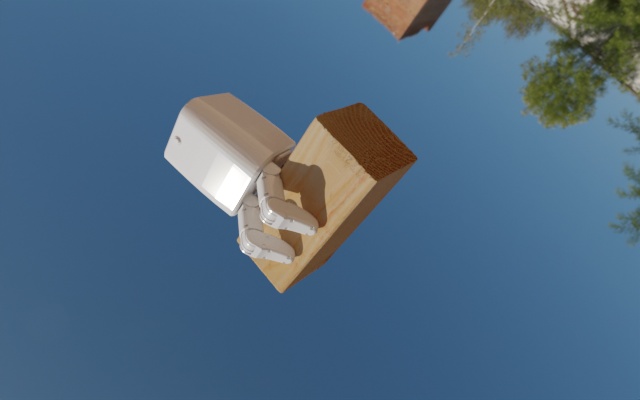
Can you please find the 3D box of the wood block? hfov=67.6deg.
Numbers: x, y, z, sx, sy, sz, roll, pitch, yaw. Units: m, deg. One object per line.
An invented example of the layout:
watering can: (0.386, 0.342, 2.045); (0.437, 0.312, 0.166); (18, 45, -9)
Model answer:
wood block: (0.000, 0.001, 0.538); (0.091, 0.090, 0.206); (-29, -18, -48)
